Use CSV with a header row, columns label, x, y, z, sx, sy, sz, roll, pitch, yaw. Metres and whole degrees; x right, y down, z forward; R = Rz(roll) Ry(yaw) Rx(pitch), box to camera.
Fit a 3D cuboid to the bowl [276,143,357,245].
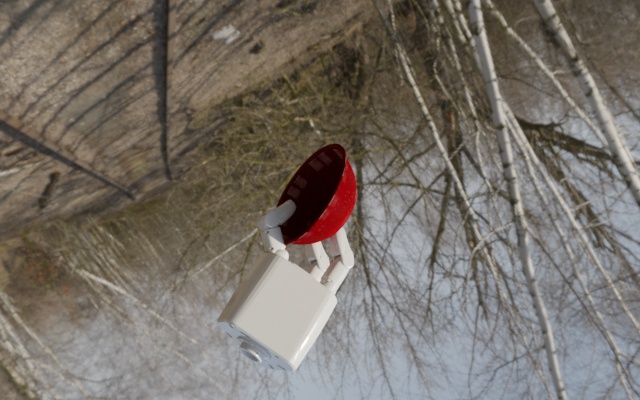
label,x,y,z,sx,sy,sz,roll,pitch,yaw
bowl,0.001,0.001,0.668,0.055,0.162,0.162,32,-15,-25
